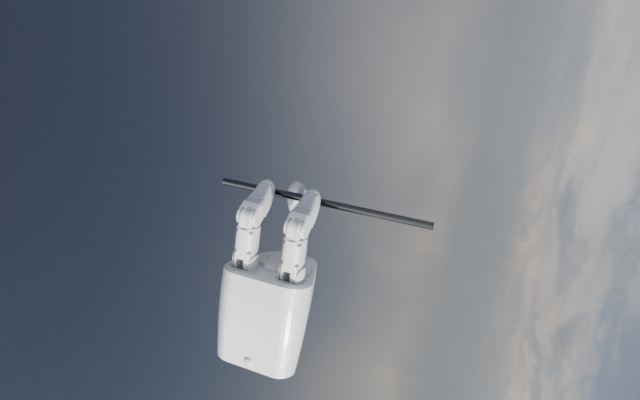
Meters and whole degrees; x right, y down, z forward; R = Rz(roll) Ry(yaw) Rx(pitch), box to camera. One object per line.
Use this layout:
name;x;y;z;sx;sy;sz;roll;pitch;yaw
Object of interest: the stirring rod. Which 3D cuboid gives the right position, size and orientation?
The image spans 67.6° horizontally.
stirring rod;0.000;0.002;0.511;0.239;0.011;0.011;12;4;19
